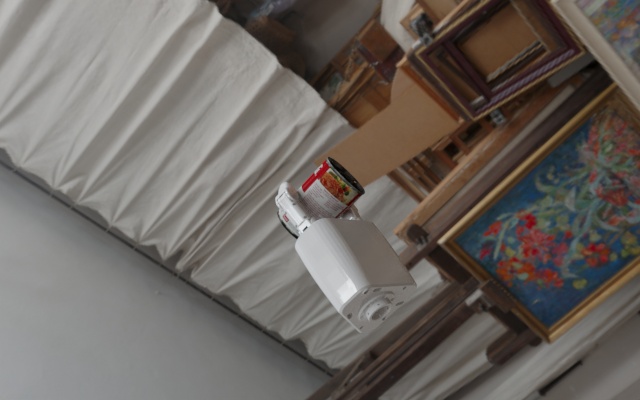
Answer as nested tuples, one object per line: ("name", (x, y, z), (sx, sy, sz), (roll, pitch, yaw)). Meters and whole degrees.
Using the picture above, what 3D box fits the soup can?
("soup can", (0.000, 0.002, 0.635), (0.068, 0.102, 0.068), (41, 14, -12))
